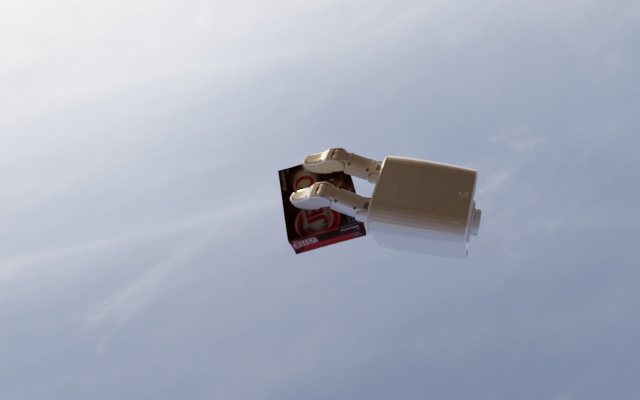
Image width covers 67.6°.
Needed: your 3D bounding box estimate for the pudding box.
[{"bbox_3d":[0.000,0.002,0.584,0.090,0.113,0.039,-15,-39,4],"label":"pudding box"}]
